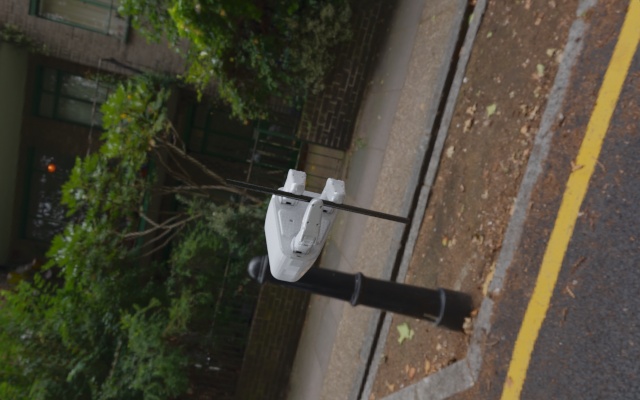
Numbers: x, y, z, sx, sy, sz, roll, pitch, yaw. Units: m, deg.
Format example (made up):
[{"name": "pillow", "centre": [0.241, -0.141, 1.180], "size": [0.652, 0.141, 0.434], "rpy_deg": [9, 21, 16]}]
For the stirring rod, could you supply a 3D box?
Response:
[{"name": "stirring rod", "centre": [0.000, 0.002, 0.608], "size": [0.239, 0.011, 0.011], "rpy_deg": [12, -2, -10]}]
